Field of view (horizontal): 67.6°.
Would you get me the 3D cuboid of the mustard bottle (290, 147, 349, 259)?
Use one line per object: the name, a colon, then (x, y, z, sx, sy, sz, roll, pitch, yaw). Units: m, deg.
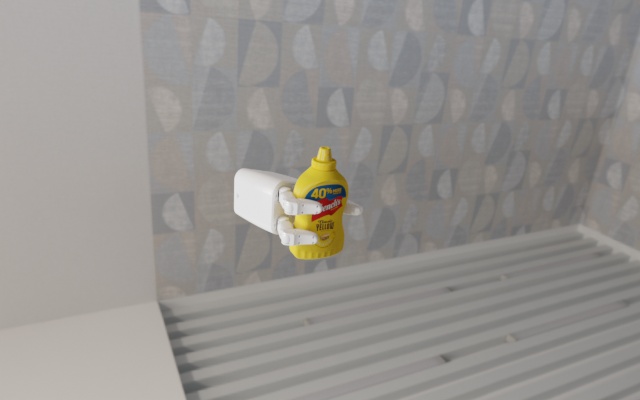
mustard bottle: (0.000, 0.003, 0.810, 0.096, 0.192, 0.058, -6, 24, -25)
